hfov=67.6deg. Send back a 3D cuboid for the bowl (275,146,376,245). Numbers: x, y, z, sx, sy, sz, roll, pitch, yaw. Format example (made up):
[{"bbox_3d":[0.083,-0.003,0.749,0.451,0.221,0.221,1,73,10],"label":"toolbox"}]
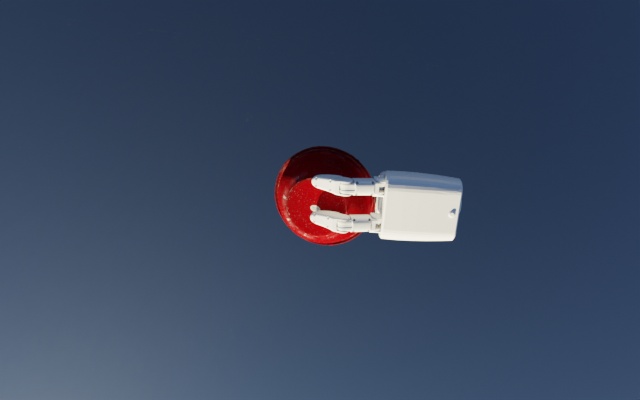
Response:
[{"bbox_3d":[-0.001,0.003,0.720,0.162,0.162,0.055,0,18,14],"label":"bowl"}]
